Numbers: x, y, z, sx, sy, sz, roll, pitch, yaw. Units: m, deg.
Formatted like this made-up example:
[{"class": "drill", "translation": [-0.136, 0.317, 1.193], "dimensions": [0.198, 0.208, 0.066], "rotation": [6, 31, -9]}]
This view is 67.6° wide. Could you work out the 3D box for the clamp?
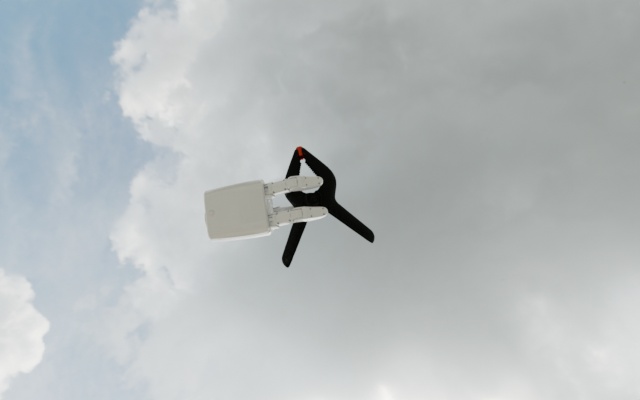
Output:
[{"class": "clamp", "translation": [0.000, 0.002, 0.845], "dimensions": [0.164, 0.210, 0.036], "rotation": [-9, -13, -2]}]
